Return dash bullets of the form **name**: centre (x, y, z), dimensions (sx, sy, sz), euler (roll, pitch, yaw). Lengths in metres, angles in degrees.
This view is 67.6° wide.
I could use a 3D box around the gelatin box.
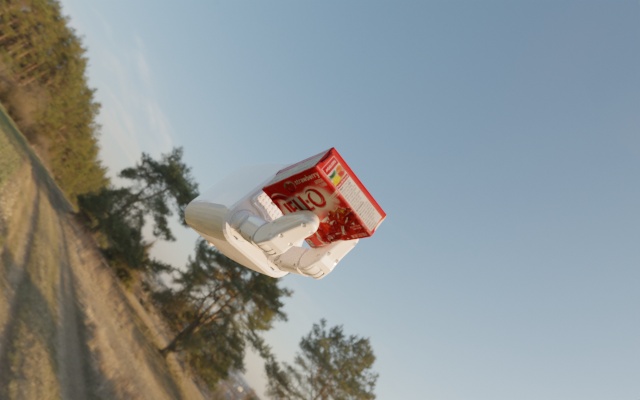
- **gelatin box**: centre (0.001, 0.001, 0.404), dimensions (0.089, 0.073, 0.030), euler (-17, 27, 53)
